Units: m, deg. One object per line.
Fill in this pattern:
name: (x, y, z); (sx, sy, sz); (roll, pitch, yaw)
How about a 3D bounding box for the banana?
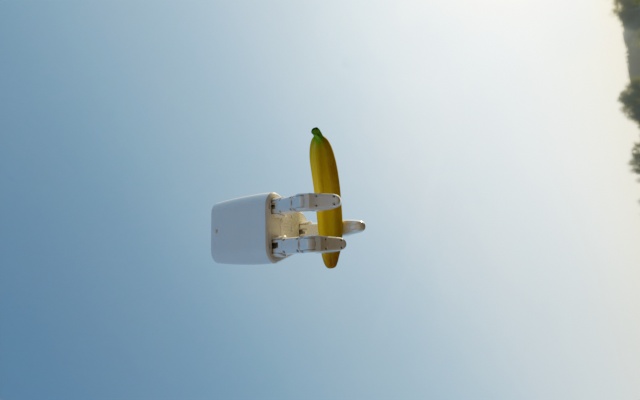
banana: (0.006, -0.006, 0.670); (0.037, 0.198, 0.069); (-3, 14, 21)
